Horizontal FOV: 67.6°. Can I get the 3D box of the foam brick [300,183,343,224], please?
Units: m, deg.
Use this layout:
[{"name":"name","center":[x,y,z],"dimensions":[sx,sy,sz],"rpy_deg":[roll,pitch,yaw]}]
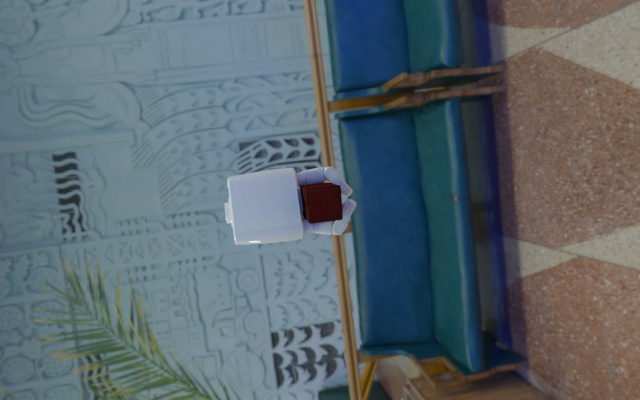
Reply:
[{"name":"foam brick","center":[0.000,0.002,0.726],"dimensions":[0.051,0.053,0.078],"rpy_deg":[-6,6,-9]}]
